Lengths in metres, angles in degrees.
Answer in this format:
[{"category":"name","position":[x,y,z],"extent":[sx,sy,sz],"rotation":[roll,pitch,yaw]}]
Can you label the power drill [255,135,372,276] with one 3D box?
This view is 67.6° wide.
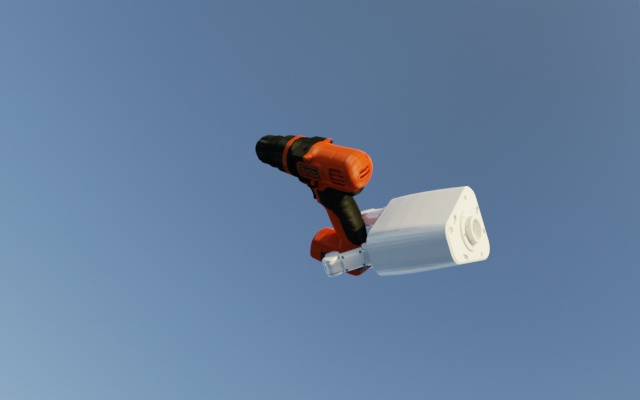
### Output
[{"category":"power drill","position":[0.000,0.002,0.631],"extent":[0.184,0.188,0.057],"rotation":[19,49,42]}]
